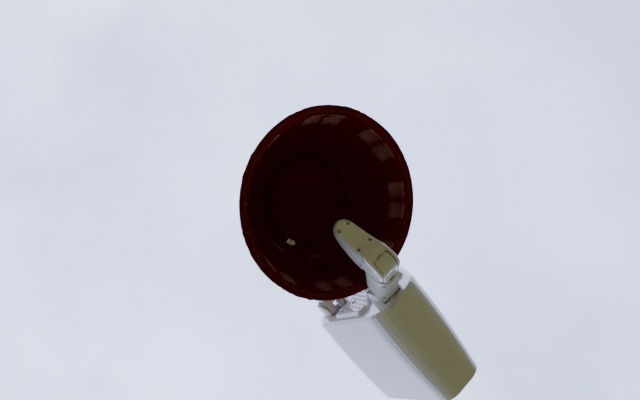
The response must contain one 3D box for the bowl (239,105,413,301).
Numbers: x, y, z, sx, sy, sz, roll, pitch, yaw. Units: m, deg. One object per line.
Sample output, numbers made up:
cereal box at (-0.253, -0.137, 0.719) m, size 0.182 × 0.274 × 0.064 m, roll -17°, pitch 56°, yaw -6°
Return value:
bowl at (-0.001, 0.000, 0.415) m, size 0.162 × 0.162 × 0.055 m, roll 0°, pitch 3°, yaw -27°
